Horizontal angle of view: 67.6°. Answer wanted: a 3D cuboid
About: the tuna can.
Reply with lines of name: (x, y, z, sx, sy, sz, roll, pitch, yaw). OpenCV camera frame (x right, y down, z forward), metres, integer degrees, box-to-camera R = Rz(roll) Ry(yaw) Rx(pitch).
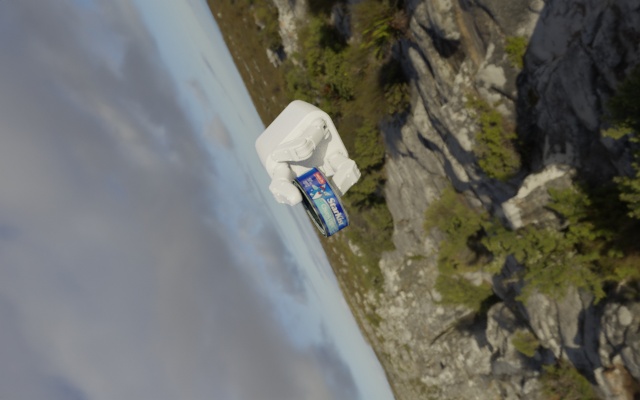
tuna can: (0.000, 0.002, 0.588, 0.034, 0.086, 0.086, -30, 5, -8)
